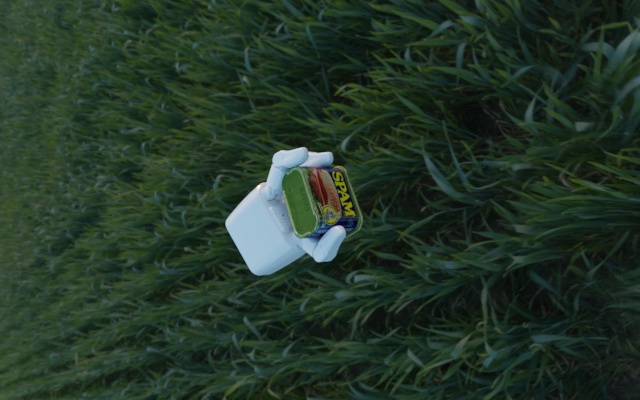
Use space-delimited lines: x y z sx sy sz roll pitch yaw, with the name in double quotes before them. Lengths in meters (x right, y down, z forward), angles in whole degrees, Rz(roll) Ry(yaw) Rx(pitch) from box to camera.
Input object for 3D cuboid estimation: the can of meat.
"can of meat" 0.000 0.002 0.659 0.084 0.102 0.057 0 -25 -42
